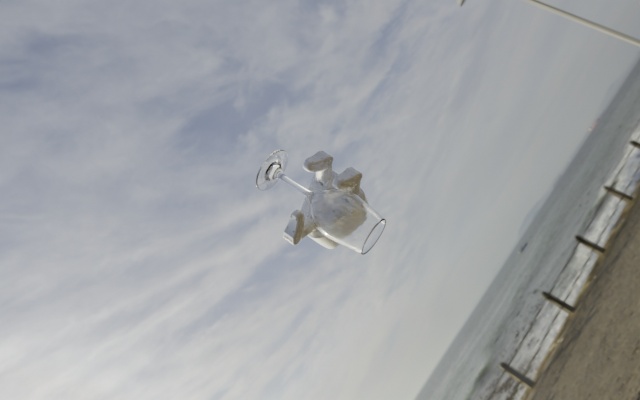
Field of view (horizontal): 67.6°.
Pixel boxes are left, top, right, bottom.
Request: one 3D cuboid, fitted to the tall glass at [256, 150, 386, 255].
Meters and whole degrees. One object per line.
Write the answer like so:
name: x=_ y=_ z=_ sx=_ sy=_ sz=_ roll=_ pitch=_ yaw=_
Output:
tall glass: x=0.000 y=0.002 z=0.727 sx=0.201 sy=0.079 sz=0.079 roll=33 pitch=13 yaw=21
